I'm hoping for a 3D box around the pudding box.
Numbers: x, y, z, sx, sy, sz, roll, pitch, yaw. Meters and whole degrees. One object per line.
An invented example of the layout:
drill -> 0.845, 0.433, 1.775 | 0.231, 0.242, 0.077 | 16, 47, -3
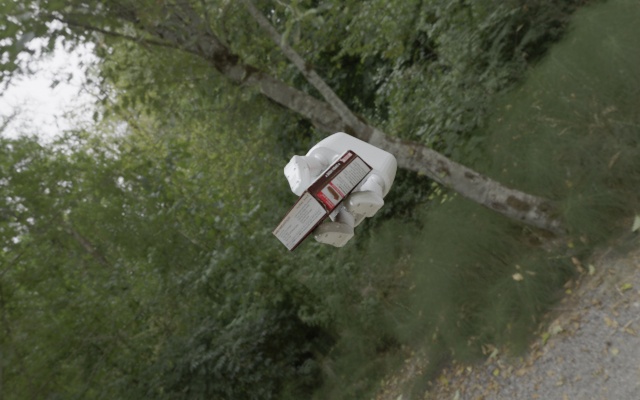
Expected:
pudding box -> 0.000, 0.002, 0.552 | 0.090, 0.039, 0.113 | -45, -4, -37
